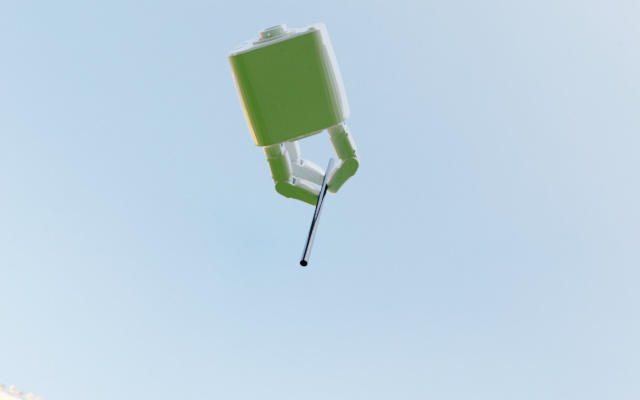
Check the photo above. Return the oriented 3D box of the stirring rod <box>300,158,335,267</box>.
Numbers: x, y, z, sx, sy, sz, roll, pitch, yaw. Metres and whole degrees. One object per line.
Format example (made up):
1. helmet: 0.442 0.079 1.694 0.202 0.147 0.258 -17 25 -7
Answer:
1. stirring rod: 0.000 0.002 0.550 0.011 0.011 0.239 0 28 9
